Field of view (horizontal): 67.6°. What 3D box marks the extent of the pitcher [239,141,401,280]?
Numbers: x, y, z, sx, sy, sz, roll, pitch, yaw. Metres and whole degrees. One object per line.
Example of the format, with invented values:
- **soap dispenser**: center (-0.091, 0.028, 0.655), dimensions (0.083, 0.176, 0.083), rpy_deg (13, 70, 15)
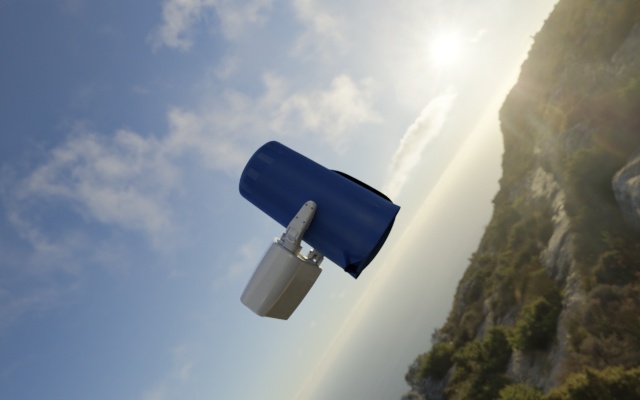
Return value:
- **pitcher**: center (0.000, 0.003, 0.768), dimensions (0.243, 0.145, 0.149), rpy_deg (32, -2, 10)
